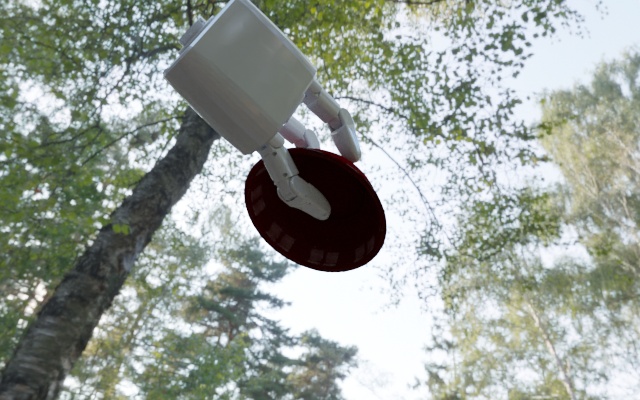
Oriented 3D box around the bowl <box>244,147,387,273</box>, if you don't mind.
[{"bbox_3d":[0.001,0.003,0.523,0.162,0.162,0.055,0,34,25],"label":"bowl"}]
